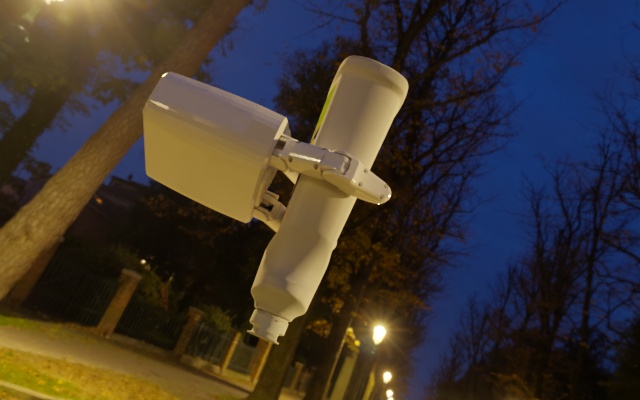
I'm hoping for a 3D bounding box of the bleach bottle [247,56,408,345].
[{"bbox_3d":[0.000,0.001,0.424,0.068,0.250,0.102,24,-20,-2],"label":"bleach bottle"}]
